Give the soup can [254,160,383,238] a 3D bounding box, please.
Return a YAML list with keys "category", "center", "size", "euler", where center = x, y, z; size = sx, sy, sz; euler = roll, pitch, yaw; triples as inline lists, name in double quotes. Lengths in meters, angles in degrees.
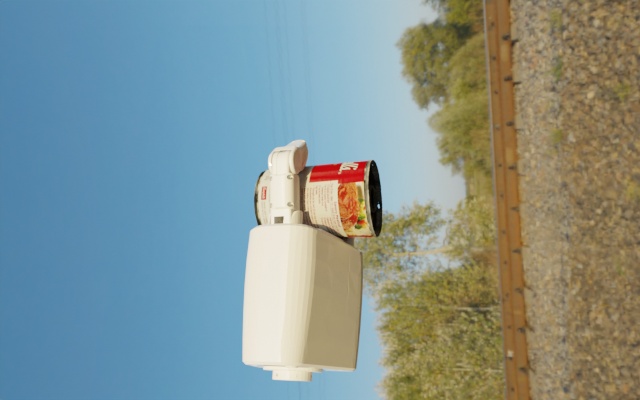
- category: "soup can"
  center: [0.000, 0.001, 0.430]
  size: [0.102, 0.068, 0.068]
  euler: [-4, -1, 17]
